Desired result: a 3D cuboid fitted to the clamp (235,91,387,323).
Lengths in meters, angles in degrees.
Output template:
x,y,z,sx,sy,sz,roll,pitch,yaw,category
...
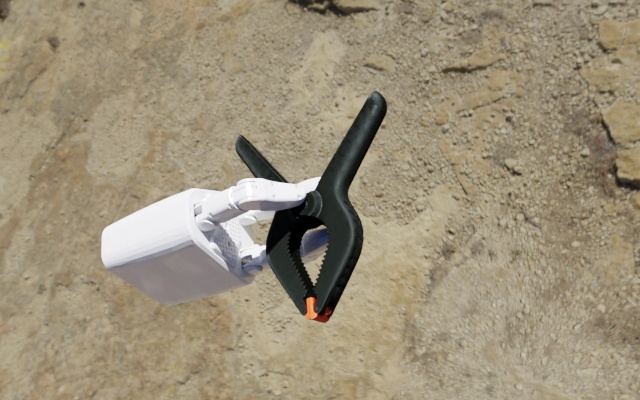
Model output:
x,y,z,sx,sy,sz,roll,pitch,yaw,category
0.000,0.002,0.437,0.164,0.210,0.036,-21,-27,21,clamp
